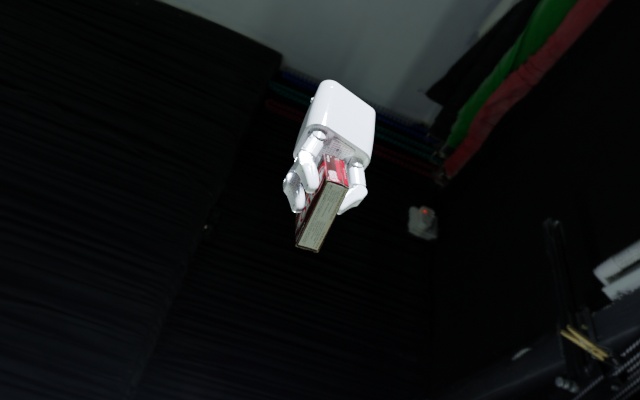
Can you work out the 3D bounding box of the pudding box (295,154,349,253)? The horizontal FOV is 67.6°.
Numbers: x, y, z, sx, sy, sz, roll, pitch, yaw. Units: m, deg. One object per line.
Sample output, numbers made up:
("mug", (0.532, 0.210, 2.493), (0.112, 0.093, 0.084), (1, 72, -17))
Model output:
("pudding box", (0.000, 0.002, 0.673), (0.039, 0.113, 0.090), (18, 26, -11))
